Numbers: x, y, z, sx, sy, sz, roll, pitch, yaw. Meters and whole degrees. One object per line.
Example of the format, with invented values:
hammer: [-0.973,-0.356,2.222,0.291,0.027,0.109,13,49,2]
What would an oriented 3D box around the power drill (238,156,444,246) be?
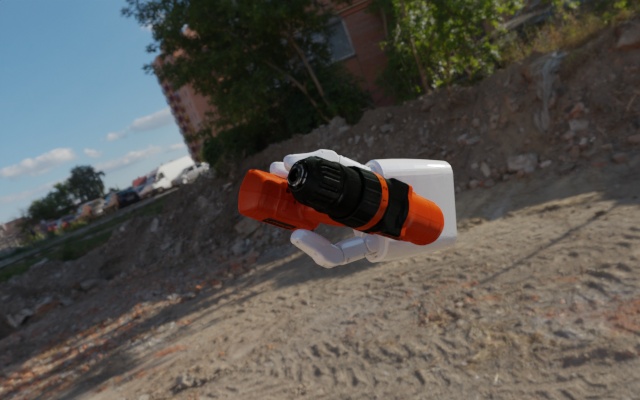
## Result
power drill: [0.000,0.002,0.470,0.184,0.057,0.187,21,-11,-41]
